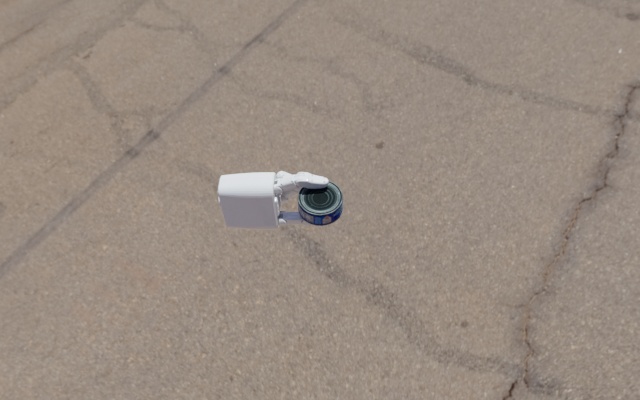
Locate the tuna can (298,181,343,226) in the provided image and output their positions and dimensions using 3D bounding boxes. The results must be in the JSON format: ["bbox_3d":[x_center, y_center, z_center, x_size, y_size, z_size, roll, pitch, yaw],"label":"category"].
[{"bbox_3d":[0.000,0.003,0.889,0.086,0.086,0.034,0,-37,1],"label":"tuna can"}]
